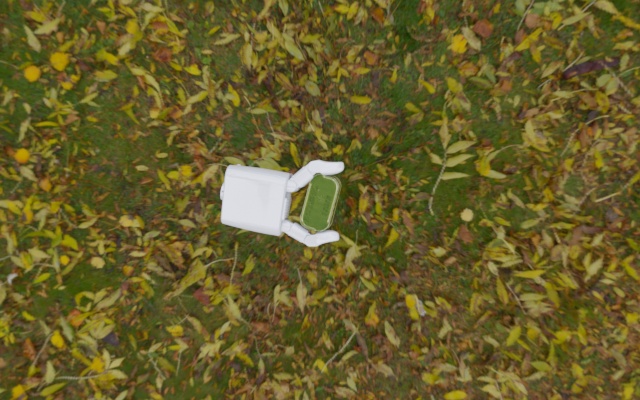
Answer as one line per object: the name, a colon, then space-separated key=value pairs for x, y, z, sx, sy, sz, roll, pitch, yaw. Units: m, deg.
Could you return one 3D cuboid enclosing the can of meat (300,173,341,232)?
can of meat: x=0.000 y=0.003 z=0.841 sx=0.057 sy=0.102 sz=0.084 roll=15 pitch=2 yaw=3
